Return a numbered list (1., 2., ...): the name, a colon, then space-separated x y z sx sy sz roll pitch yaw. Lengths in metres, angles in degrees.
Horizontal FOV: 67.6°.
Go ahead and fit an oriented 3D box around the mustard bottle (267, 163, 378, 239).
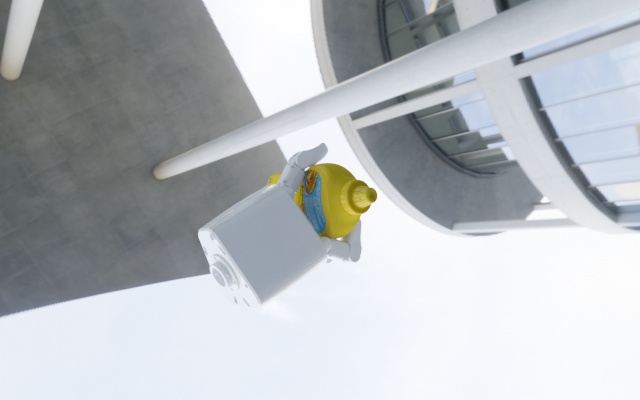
1. mustard bottle: 0.000 0.002 0.610 0.058 0.096 0.191 -4 -3 -37
